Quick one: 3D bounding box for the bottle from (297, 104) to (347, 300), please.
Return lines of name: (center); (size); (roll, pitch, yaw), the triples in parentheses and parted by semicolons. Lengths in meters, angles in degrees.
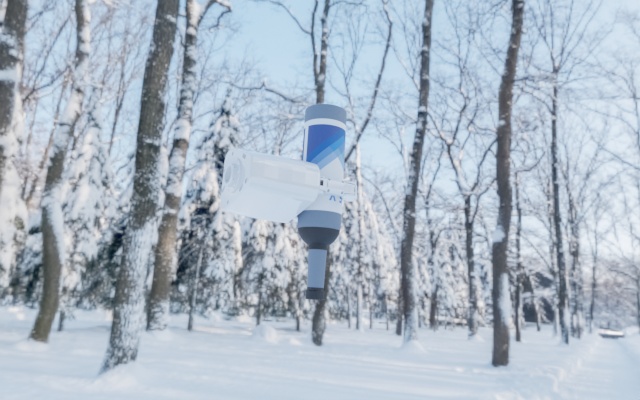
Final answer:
bottle: (0.000, 0.002, 0.733); (0.069, 0.295, 0.069); (3, -11, 1)
